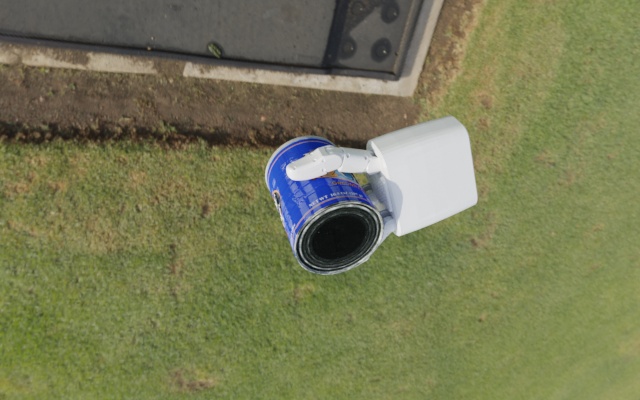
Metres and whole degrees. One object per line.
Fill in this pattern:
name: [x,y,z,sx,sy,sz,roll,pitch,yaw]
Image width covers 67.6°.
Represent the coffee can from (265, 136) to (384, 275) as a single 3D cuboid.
coffee can: [0.000,0.002,0.563,0.103,0.103,0.140,0,36,-22]
